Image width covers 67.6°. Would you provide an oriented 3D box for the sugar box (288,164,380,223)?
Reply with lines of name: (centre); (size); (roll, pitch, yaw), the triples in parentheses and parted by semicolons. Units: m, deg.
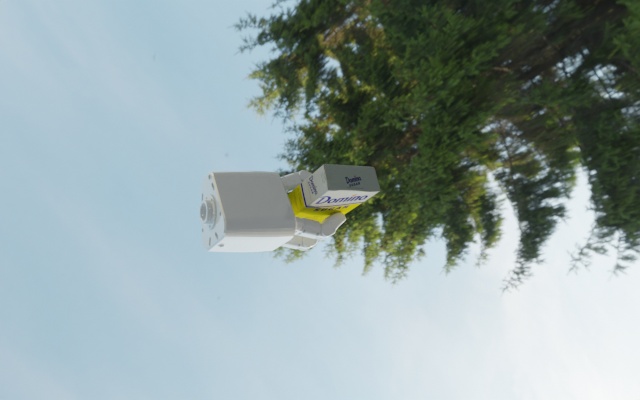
sugar box: (0.000, 0.003, 0.728); (0.093, 0.048, 0.176); (0, -21, -34)
